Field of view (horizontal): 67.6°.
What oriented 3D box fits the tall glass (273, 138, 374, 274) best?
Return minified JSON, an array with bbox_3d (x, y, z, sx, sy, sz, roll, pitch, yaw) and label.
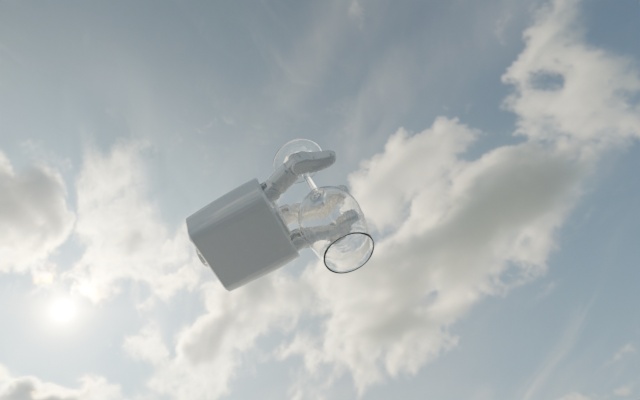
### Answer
[{"bbox_3d":[0.000,0.001,0.607,0.079,0.079,0.201,0,35,-24],"label":"tall glass"}]
